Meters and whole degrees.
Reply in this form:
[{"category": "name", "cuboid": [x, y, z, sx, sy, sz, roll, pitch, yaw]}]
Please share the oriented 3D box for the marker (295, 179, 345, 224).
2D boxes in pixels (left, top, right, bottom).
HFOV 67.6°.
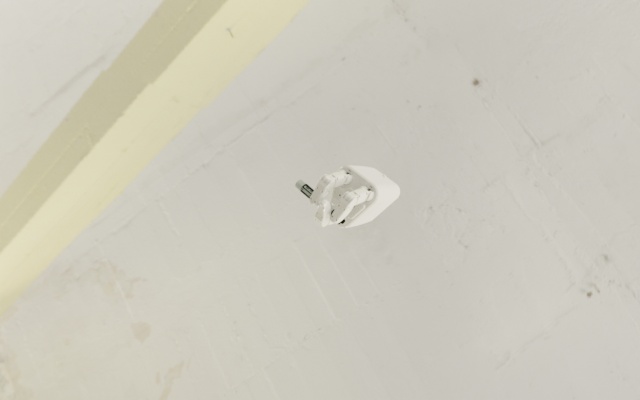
[{"category": "marker", "cuboid": [0.000, 0.003, 0.873, 0.121, 0.020, 0.020, 40, 20, 25]}]
